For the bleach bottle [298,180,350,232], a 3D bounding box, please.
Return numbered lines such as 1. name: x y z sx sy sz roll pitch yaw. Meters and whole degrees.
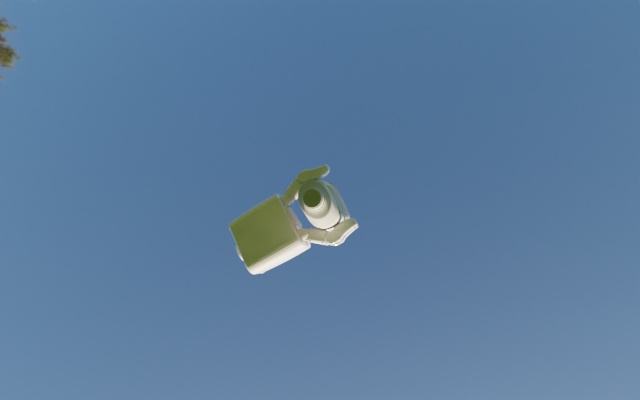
1. bleach bottle: 0.000 0.003 0.835 0.068 0.102 0.251 -29 -9 4
